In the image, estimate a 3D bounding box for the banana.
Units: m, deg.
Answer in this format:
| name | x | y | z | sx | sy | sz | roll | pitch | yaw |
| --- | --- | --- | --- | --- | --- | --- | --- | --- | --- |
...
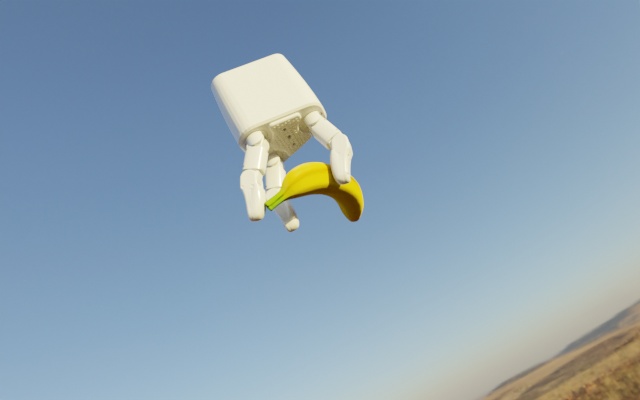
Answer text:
| name | x | y | z | sx | sy | sz | roll | pitch | yaw |
| --- | --- | --- | --- | --- | --- | --- | --- | --- | --- |
| banana | 0.010 | -0.011 | 0.597 | 0.070 | 0.037 | 0.198 | -47 | -30 | 20 |
